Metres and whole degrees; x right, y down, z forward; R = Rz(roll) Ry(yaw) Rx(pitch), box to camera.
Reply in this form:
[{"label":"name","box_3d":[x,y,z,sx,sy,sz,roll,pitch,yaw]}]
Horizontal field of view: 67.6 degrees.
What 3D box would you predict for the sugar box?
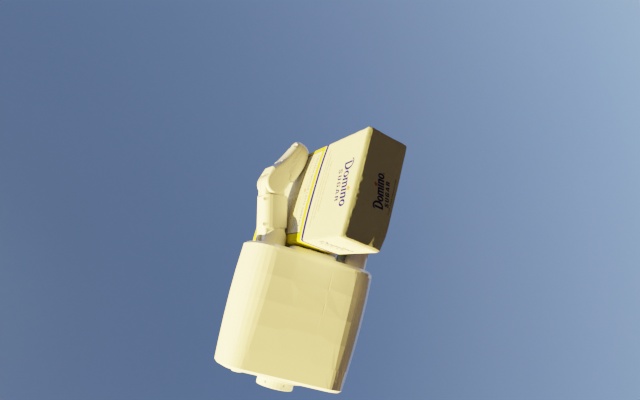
[{"label":"sugar box","box_3d":[0.000,0.002,0.436,0.048,0.093,0.176,24,-17,-27]}]
